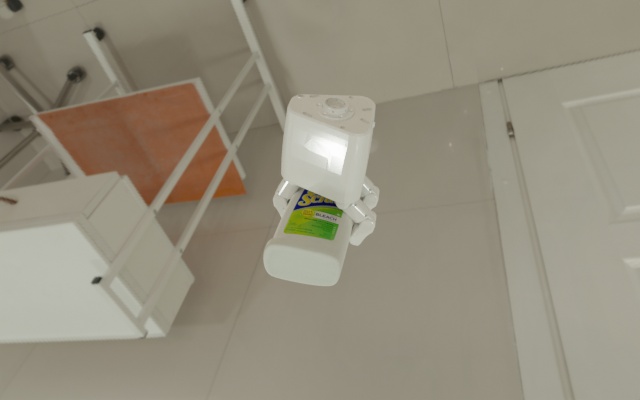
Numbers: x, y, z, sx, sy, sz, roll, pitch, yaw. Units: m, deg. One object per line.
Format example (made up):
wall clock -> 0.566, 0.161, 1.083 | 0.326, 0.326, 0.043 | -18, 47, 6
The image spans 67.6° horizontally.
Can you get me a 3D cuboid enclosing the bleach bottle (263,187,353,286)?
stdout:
bleach bottle -> 0.000, 0.002, 0.682 | 0.102, 0.068, 0.250 | 10, 42, 5
